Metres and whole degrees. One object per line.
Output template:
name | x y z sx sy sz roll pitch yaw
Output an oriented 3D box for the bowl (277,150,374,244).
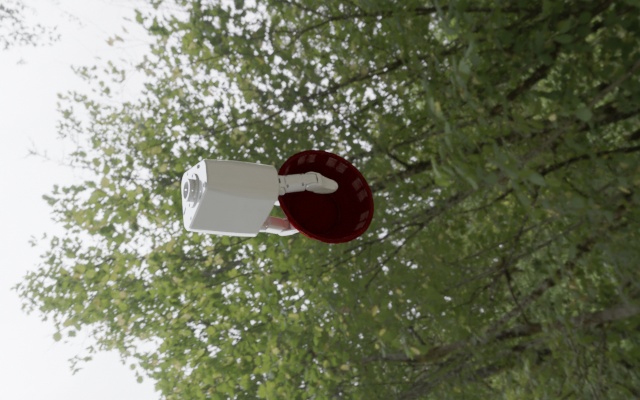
bowl | 0.001 0.003 0.745 0.162 0.162 0.055 0 -28 -25
